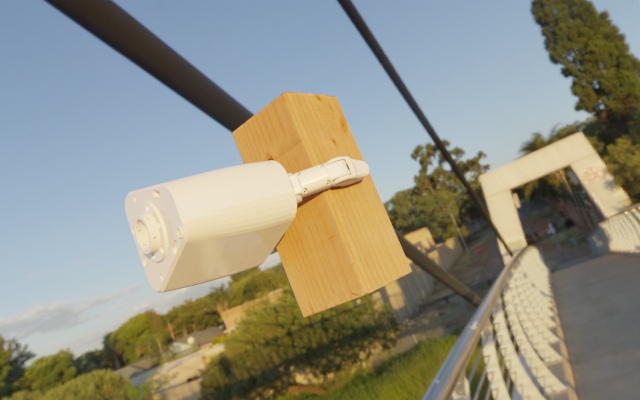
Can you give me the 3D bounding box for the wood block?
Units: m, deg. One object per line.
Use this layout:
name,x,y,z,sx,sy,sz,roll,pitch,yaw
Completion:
wood block,0.000,0.001,0.499,0.091,0.206,0.090,-29,-11,36
